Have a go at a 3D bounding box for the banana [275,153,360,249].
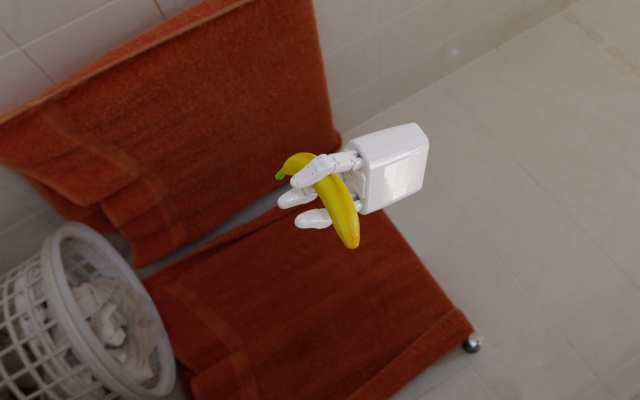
[{"bbox_3d":[0.002,-0.015,0.654,0.037,0.070,0.197,-9,36,-33],"label":"banana"}]
